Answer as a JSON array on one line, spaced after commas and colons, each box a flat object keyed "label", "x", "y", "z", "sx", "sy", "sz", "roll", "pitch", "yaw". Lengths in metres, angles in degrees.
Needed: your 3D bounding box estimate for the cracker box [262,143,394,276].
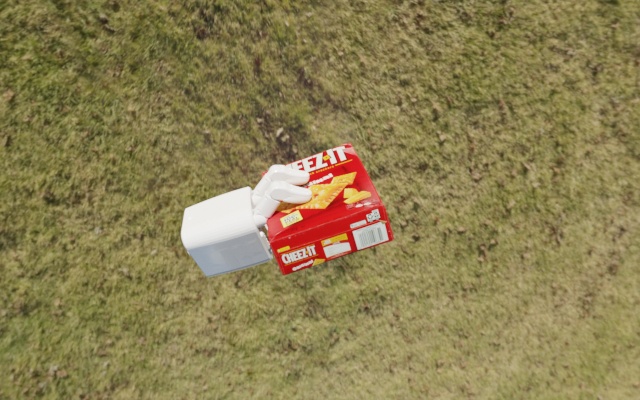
[{"label": "cracker box", "x": 0.000, "y": 0.003, "z": 0.729, "sx": 0.164, "sy": 0.072, "sz": 0.213, "roll": -18, "pitch": 32, "yaw": 1}]
